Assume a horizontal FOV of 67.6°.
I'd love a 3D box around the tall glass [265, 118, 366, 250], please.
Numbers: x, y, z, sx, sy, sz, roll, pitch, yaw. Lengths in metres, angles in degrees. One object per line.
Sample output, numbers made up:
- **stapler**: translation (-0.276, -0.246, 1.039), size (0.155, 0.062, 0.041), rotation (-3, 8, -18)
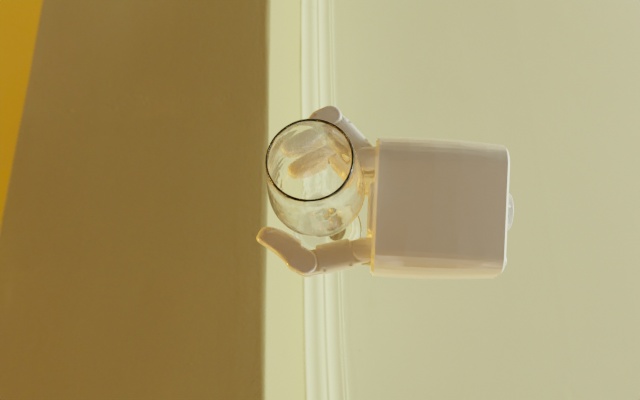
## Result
- **tall glass**: translation (0.000, 0.002, 0.419), size (0.079, 0.079, 0.201), rotation (0, -17, 5)
